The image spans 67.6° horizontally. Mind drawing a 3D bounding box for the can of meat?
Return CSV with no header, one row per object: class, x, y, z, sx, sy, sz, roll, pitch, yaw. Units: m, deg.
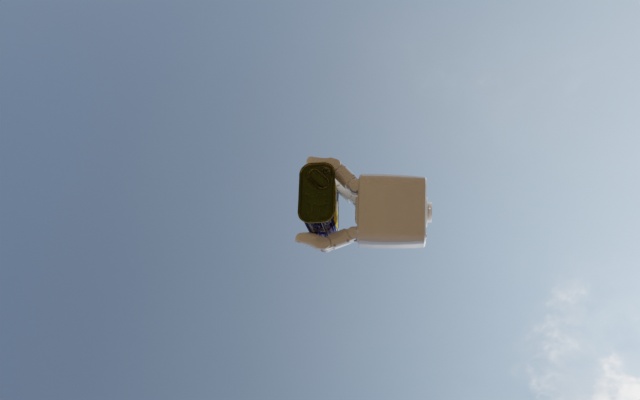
can of meat,0.000,0.003,0.771,0.057,0.102,0.084,-3,-23,8
